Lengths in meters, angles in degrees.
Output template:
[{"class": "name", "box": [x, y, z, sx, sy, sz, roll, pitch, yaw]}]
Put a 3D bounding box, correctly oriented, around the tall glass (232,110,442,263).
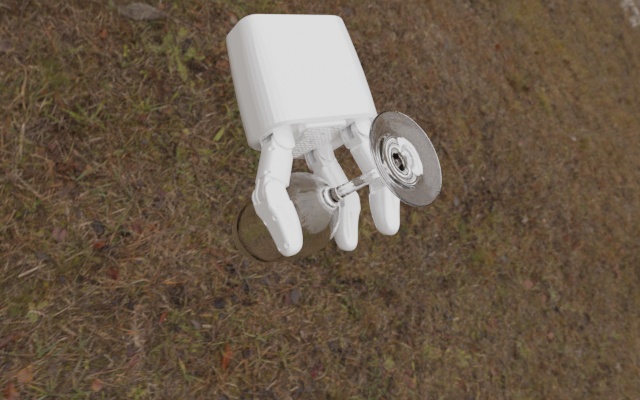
[{"class": "tall glass", "box": [0.000, 0.001, 0.409, 0.079, 0.079, 0.201, 0, -19, -41]}]
